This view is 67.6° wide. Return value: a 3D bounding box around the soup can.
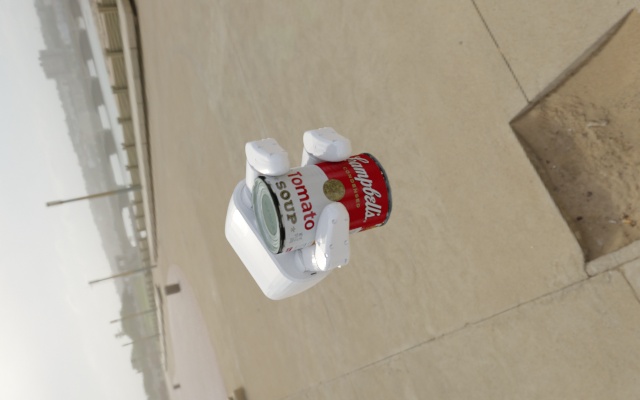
[{"bbox_3d":[0.000,0.001,0.407,0.102,0.068,0.068,-14,5,-23],"label":"soup can"}]
